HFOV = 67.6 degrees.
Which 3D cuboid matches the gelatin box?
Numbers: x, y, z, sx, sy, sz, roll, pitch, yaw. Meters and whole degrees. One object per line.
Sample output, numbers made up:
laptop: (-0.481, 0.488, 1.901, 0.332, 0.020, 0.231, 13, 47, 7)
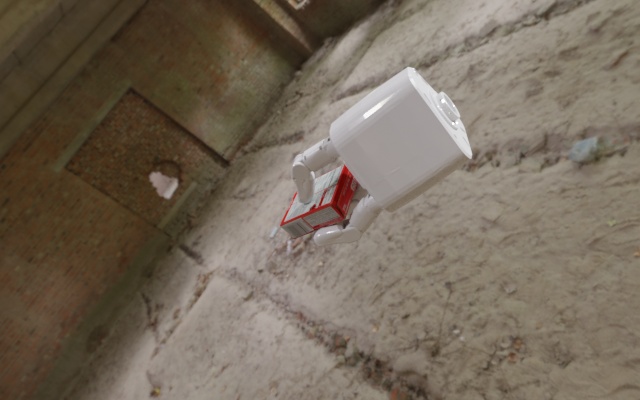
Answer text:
gelatin box: (0.000, 0.002, 0.582, 0.089, 0.073, 0.030, -24, -60, 37)
